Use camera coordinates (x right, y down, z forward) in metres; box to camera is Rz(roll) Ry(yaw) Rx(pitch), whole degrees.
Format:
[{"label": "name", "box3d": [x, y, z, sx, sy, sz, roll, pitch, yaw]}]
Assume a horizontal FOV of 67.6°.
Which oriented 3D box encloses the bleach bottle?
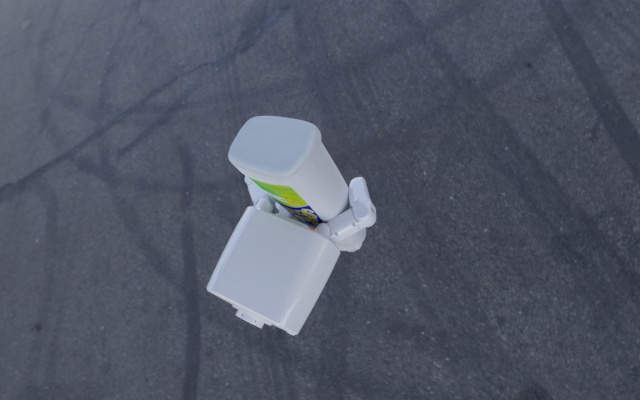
[{"label": "bleach bottle", "box3d": [0.000, 0.002, 0.566, 0.102, 0.068, 0.251, 16, -20, 34]}]
